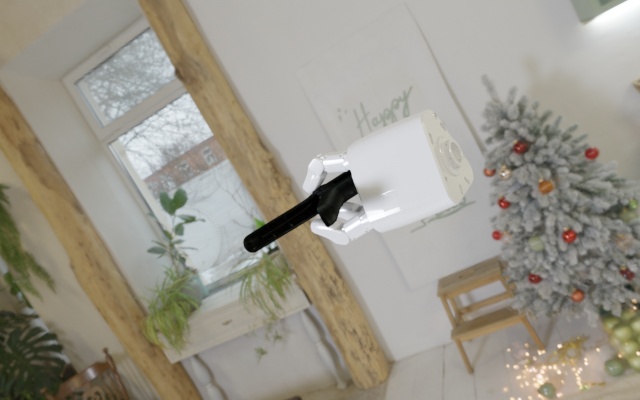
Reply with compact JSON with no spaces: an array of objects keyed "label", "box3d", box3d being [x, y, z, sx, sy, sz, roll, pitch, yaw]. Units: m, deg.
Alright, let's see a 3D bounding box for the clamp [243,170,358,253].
[{"label":"clamp","box3d":[0.000,0.001,0.637,0.164,0.036,0.210,-23,10,38]}]
